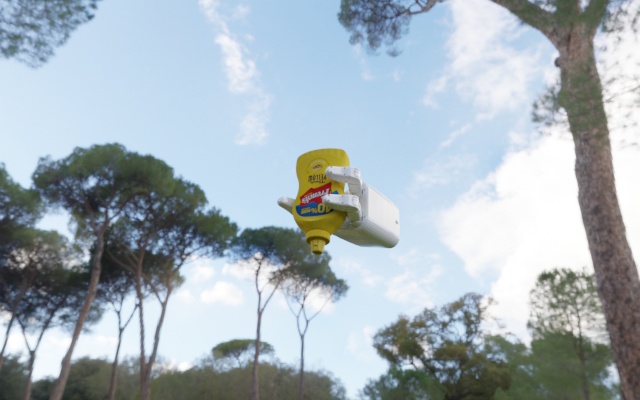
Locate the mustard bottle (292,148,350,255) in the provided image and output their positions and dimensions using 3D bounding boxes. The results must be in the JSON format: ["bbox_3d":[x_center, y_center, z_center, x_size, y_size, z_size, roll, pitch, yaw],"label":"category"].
[{"bbox_3d":[0.000,0.002,0.825,0.096,0.191,0.058,-6,-30,17],"label":"mustard bottle"}]
